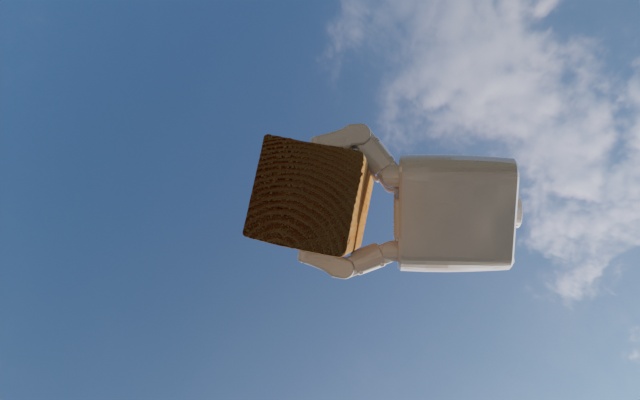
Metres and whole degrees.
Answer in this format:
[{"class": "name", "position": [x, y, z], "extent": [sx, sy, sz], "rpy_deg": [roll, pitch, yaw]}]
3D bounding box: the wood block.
[{"class": "wood block", "position": [0.000, 0.002, 0.493], "extent": [0.090, 0.091, 0.206], "rpy_deg": [11, -2, 9]}]
